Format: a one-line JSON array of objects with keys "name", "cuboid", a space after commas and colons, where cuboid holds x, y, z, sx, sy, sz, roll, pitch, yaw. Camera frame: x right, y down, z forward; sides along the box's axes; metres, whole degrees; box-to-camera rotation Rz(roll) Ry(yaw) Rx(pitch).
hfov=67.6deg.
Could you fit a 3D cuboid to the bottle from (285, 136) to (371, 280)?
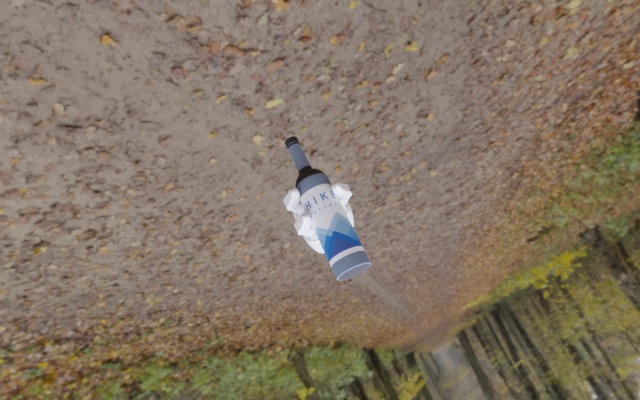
[{"name": "bottle", "cuboid": [0.000, 0.003, 0.895, 0.069, 0.295, 0.069, -22, -22, -9]}]
